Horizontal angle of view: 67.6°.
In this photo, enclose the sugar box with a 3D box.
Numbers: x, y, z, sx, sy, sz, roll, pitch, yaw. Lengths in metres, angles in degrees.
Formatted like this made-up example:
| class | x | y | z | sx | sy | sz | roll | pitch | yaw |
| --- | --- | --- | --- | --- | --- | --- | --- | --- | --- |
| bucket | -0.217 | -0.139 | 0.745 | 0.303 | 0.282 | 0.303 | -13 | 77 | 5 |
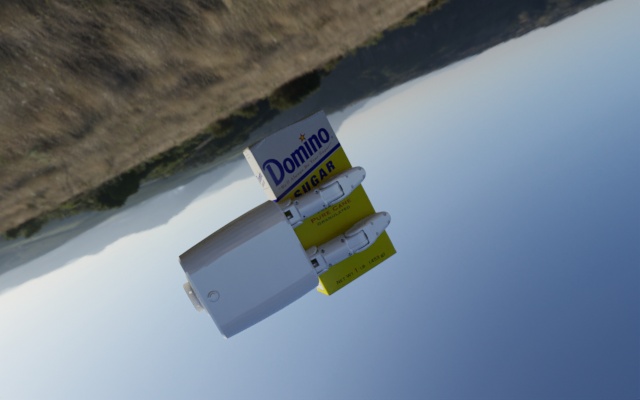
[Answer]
| class | x | y | z | sx | sy | sz | roll | pitch | yaw |
| --- | --- | --- | --- | --- | --- | --- | --- | --- | --- |
| sugar box | 0.000 | 0.002 | 0.514 | 0.093 | 0.176 | 0.048 | -30 | 8 | -17 |
